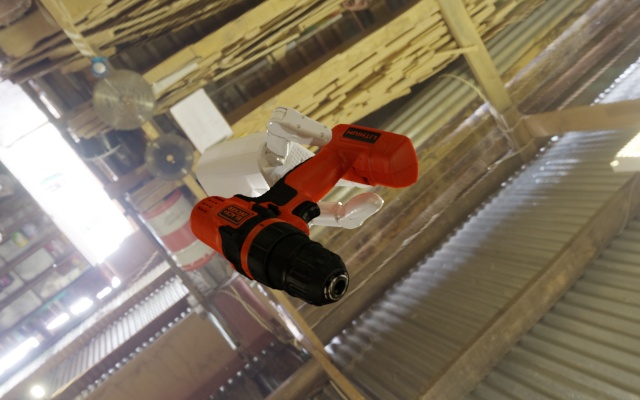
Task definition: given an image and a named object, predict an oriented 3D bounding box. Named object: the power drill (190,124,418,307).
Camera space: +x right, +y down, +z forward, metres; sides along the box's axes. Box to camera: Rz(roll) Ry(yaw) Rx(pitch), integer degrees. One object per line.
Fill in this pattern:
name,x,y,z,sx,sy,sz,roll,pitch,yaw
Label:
power drill,0.000,0.001,0.417,0.187,0.057,0.184,-35,37,-30
